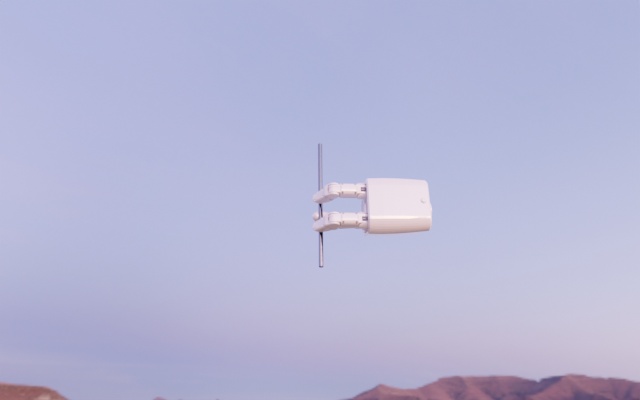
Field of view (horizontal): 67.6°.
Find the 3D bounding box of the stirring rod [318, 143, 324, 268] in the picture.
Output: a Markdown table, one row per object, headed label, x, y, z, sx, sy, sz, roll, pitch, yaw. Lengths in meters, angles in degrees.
| label | x | y | z | sx | sy | sz | roll | pitch | yaw |
| --- | --- | --- | --- | --- | --- | --- | --- | --- | --- |
| stirring rod | 0.000 | 0.003 | 0.855 | 0.011 | 0.239 | 0.011 | 0 | -25 | 0 |
